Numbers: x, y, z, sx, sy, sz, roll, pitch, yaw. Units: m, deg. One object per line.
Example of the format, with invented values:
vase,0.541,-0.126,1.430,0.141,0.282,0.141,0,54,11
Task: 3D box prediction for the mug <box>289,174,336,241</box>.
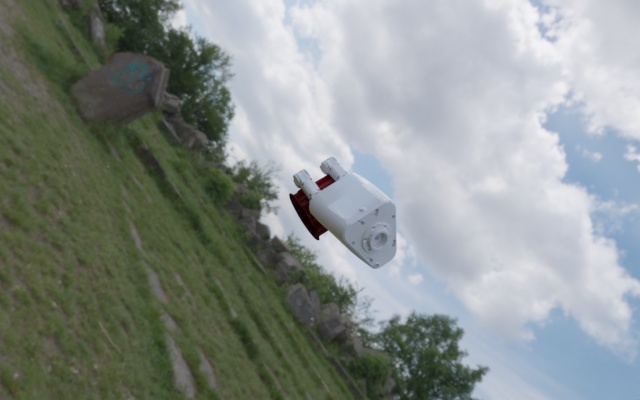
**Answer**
mug,0.000,0.002,0.816,0.081,0.093,0.117,-32,34,-11
